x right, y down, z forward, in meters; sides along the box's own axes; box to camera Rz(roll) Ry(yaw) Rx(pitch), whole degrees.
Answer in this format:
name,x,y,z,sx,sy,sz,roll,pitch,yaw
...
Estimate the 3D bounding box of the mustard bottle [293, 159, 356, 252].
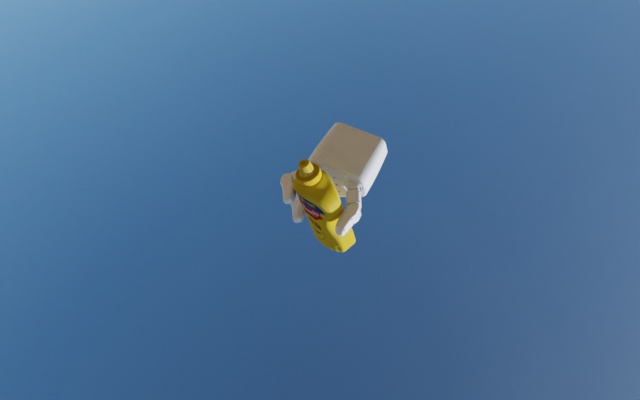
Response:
name,x,y,z,sx,sy,sz,roll,pitch,yaw
mustard bottle,0.000,0.003,0.804,0.058,0.192,0.096,-38,48,-14
